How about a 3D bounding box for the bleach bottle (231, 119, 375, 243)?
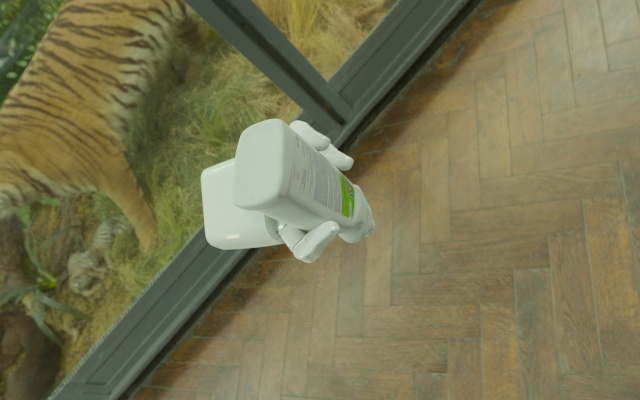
[{"bbox_3d":[0.000,0.002,0.584,0.068,0.102,0.251,-12,-27,29],"label":"bleach bottle"}]
